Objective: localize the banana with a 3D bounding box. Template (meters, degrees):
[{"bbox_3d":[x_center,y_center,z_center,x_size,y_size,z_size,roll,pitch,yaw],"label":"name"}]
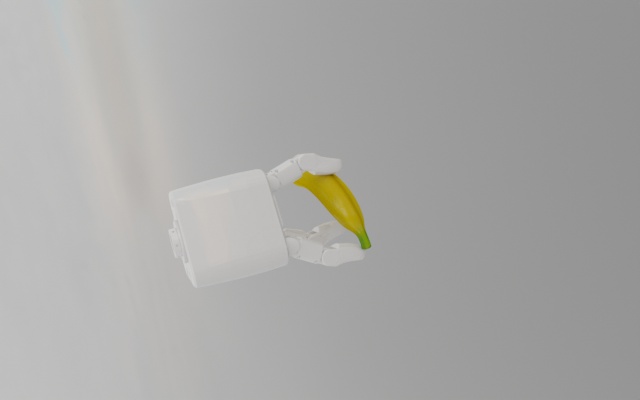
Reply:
[{"bbox_3d":[0.001,-0.012,0.618,0.037,0.070,0.197,-16,35,-22],"label":"banana"}]
